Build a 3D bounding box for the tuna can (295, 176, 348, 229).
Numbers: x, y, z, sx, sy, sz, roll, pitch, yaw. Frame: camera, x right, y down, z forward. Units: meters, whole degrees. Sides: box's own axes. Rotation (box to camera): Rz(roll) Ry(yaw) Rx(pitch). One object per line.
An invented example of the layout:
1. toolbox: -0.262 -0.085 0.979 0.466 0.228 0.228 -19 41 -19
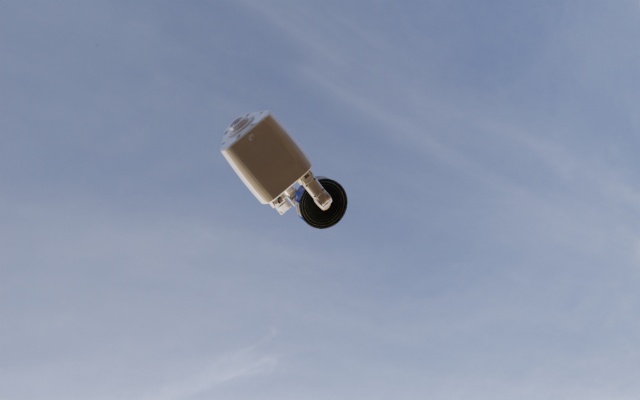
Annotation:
1. tuna can: 0.000 0.003 0.806 0.086 0.086 0.033 0 12 -21
